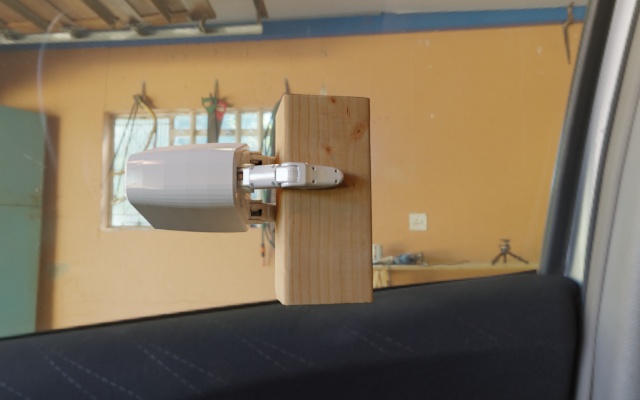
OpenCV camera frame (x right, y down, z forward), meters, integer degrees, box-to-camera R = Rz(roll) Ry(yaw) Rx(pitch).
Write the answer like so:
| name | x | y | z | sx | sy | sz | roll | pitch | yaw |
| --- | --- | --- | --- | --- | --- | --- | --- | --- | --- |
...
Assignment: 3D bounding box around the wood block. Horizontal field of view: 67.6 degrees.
| name | x | y | z | sx | sy | sz | roll | pitch | yaw |
| --- | --- | --- | --- | --- | --- | --- | --- | --- | --- |
| wood block | 0.000 | 0.001 | 0.508 | 0.090 | 0.206 | 0.091 | 0 | -5 | -11 |
